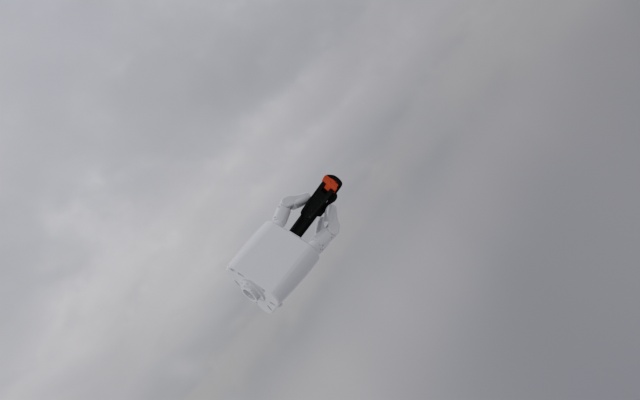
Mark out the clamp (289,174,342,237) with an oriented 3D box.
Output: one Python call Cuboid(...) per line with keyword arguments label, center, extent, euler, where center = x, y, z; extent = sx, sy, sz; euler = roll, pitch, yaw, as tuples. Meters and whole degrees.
Cuboid(label="clamp", center=(0.000, 0.002, 0.856), extent=(0.036, 0.164, 0.210), euler=(39, -31, 4))
